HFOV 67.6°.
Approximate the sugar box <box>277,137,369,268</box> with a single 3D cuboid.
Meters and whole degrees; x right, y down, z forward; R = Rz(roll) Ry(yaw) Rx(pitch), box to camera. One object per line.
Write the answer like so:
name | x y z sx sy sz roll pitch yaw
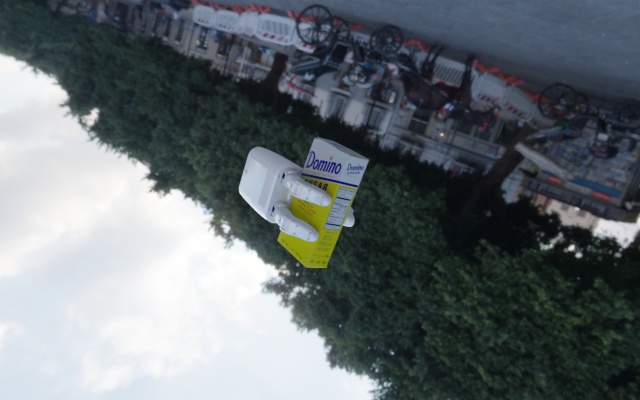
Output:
sugar box | 0.000 0.002 0.710 0.048 0.176 0.093 7 17 -38
